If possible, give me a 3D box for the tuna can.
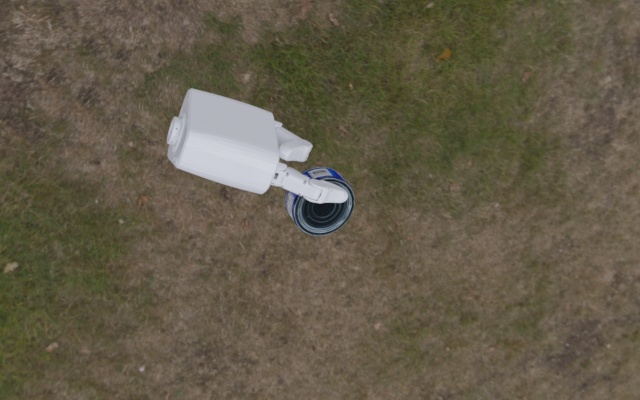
[{"bbox_3d":[0.000,0.002,0.614,0.086,0.086,0.033,0,27,-23],"label":"tuna can"}]
